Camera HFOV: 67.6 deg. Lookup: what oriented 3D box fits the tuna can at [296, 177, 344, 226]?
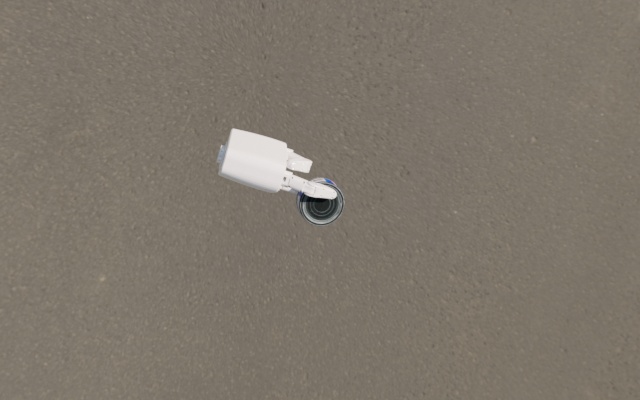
[{"bbox_3d":[0.000,0.003,0.878,0.086,0.086,0.033,0,16,-13],"label":"tuna can"}]
